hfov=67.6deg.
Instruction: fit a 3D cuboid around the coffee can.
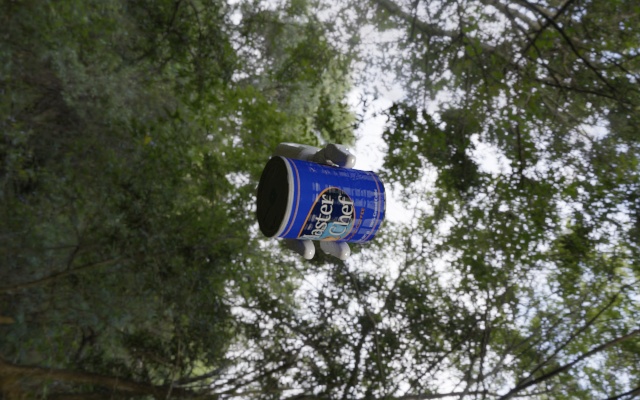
[{"bbox_3d":[0.000,0.002,0.624,0.140,0.103,0.103,6,-3,-28],"label":"coffee can"}]
